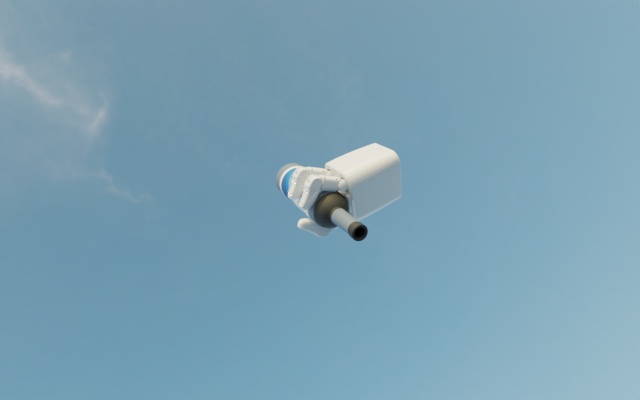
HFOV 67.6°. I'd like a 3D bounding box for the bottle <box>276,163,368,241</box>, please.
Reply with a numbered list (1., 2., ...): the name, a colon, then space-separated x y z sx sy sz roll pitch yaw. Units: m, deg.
1. bottle: 0.000 0.003 0.843 0.069 0.069 0.295 0 18 -25
